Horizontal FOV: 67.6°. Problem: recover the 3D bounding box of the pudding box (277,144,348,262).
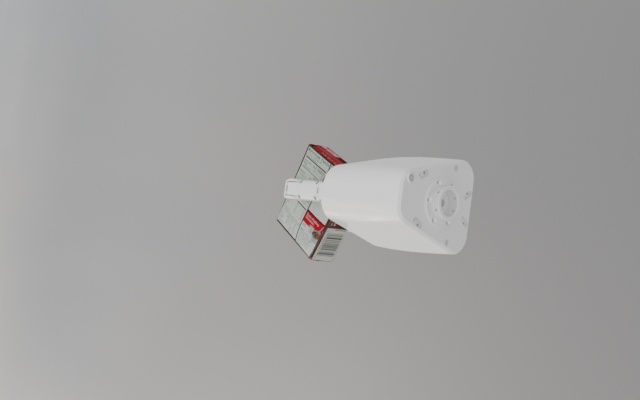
[{"bbox_3d":[0.000,0.002,0.568,0.039,0.113,0.090,10,24,-40],"label":"pudding box"}]
